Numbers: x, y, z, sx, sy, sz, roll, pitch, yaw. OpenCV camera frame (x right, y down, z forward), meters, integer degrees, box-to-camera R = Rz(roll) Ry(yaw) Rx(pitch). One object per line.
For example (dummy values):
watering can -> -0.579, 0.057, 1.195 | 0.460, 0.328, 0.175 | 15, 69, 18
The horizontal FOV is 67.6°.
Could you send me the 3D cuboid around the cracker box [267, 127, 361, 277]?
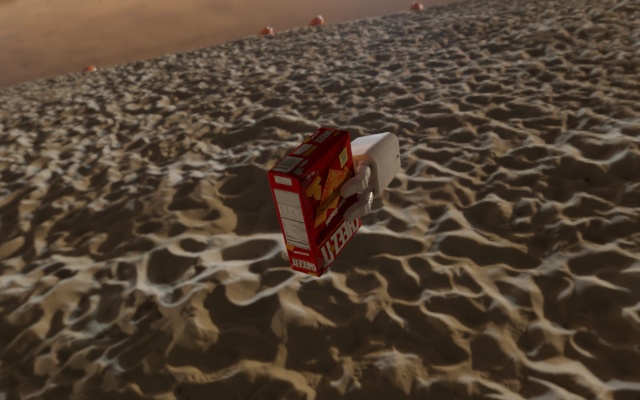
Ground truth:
cracker box -> 0.000, 0.003, 0.850 | 0.072, 0.214, 0.164 | 13, 40, 31
